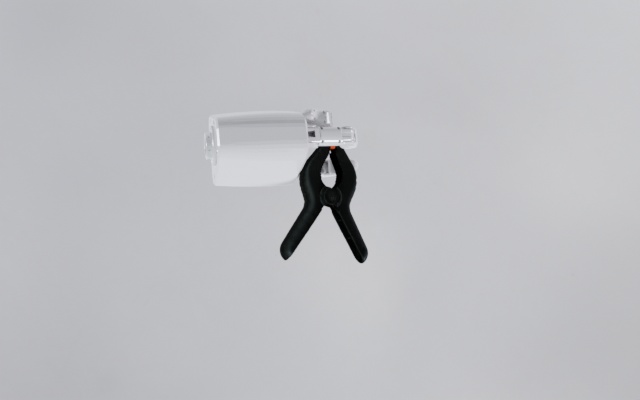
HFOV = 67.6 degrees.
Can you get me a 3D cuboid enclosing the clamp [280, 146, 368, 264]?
[{"bbox_3d":[0.000,0.002,0.619,0.120,0.171,0.039,-3,-6,-29],"label":"clamp"}]
